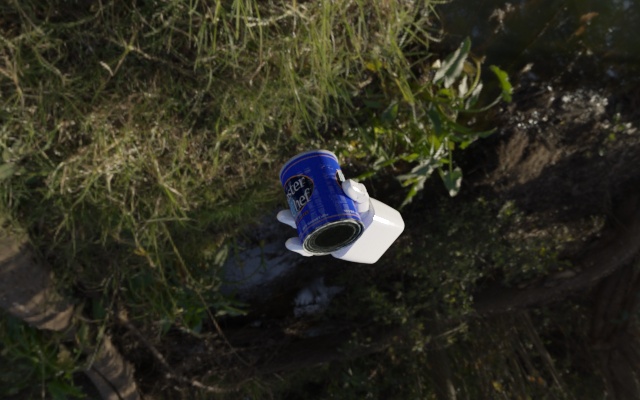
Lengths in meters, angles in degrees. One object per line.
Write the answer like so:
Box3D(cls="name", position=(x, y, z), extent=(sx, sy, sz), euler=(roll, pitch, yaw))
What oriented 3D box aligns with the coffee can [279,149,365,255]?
Box3D(cls="coffee can", position=(0.000, 0.002, 0.775), extent=(0.103, 0.140, 0.103), euler=(-15, -31, -9))
